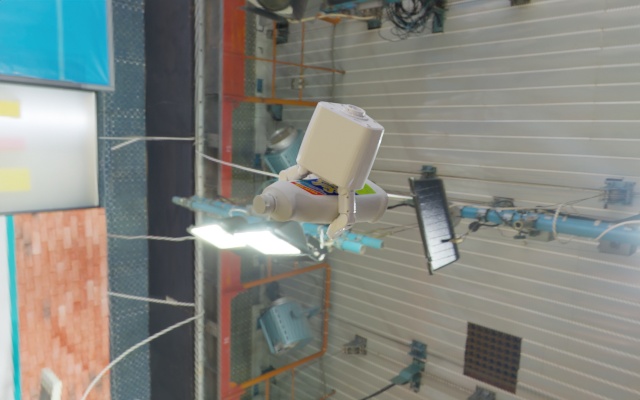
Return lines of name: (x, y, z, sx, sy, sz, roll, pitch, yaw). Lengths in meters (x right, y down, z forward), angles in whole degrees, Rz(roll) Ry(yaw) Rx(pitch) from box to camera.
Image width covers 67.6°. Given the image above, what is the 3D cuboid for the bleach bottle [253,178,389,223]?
bleach bottle: (0.000, 0.003, 0.796, 0.251, 0.068, 0.102, -5, 35, -47)
